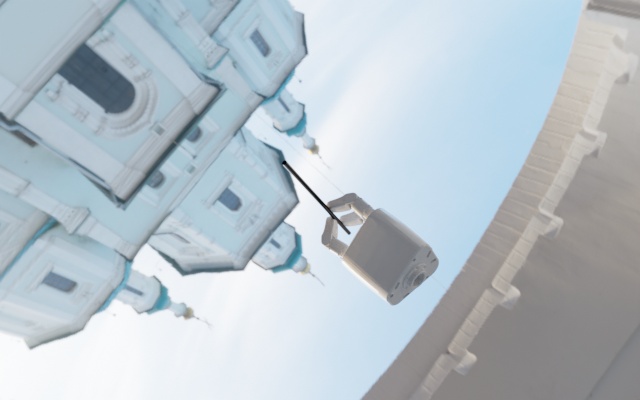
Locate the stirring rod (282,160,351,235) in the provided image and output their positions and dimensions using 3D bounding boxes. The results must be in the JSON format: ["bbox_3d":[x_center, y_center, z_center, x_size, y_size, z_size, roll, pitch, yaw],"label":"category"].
[{"bbox_3d":[0.000,0.003,0.784,0.011,0.011,0.240,0,-29,30],"label":"stirring rod"}]
